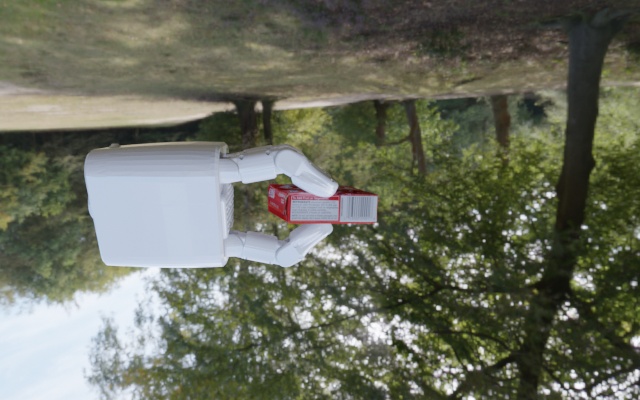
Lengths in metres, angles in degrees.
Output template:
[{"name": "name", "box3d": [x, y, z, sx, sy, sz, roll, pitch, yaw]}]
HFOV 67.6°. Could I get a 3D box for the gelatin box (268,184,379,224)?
[{"name": "gelatin box", "box3d": [0.000, 0.002, 0.456, 0.089, 0.030, 0.073, 1, 7, -19]}]
